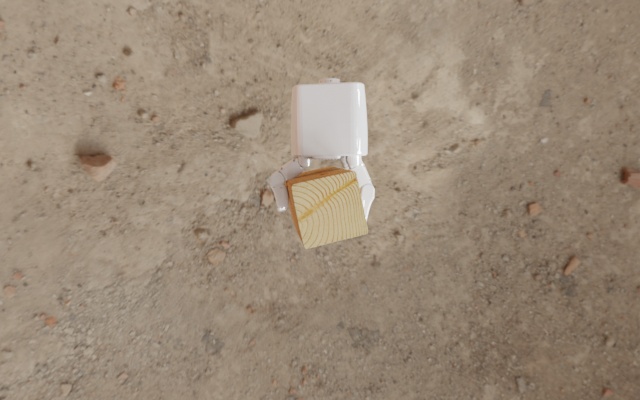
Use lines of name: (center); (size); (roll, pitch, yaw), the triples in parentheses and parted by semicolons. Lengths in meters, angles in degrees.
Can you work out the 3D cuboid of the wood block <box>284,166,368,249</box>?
wood block: (0.000, 0.002, 0.729); (0.091, 0.090, 0.206); (-13, 7, -5)
